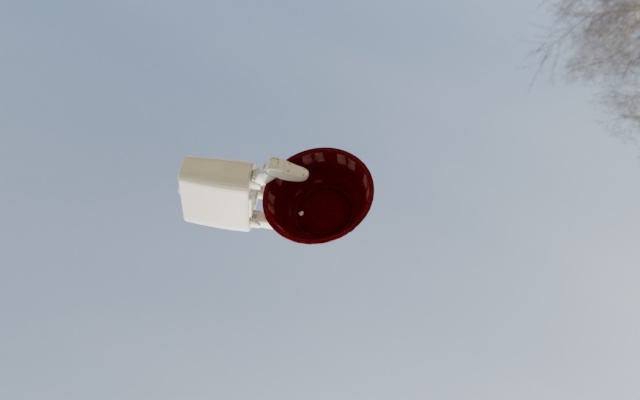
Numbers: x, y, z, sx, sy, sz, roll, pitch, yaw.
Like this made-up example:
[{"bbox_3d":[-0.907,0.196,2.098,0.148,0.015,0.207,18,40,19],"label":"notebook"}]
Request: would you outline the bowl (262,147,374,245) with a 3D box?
[{"bbox_3d":[0.001,0.003,0.694,0.162,0.162,0.055,0,-32,13],"label":"bowl"}]
